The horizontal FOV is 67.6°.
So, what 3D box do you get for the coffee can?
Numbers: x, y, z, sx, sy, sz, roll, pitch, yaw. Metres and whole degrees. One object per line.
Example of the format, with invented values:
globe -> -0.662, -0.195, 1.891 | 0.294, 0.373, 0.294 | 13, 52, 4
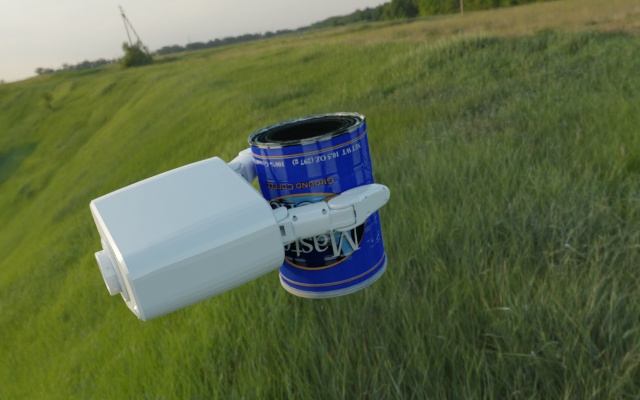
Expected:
coffee can -> 0.000, 0.002, 0.431 | 0.103, 0.140, 0.102 | -10, 20, 3
